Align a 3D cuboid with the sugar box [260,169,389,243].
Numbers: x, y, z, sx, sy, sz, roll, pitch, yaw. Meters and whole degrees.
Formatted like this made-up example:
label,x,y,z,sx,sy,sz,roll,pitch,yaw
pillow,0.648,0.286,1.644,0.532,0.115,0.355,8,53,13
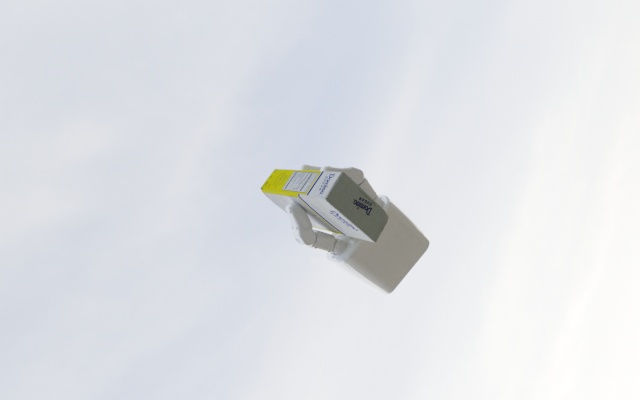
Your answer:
label,x,y,z,sx,sy,sz,roll,pitch,yaw
sugar box,0.000,0.002,0.620,0.093,0.048,0.176,41,-19,-28
